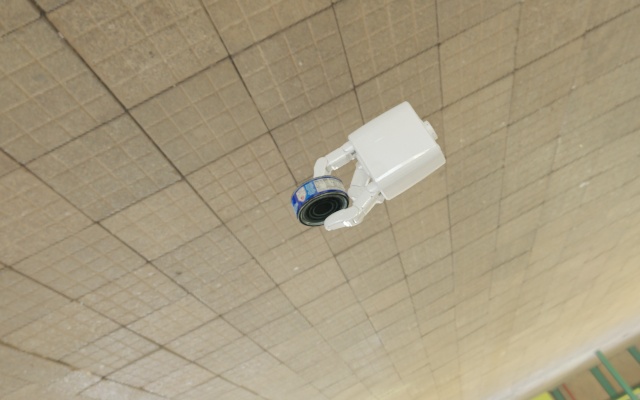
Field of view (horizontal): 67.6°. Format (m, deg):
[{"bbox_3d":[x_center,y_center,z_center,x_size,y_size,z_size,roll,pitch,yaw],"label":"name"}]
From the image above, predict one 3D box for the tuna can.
[{"bbox_3d":[0.000,0.003,0.724,0.086,0.033,0.086,-15,-34,-11],"label":"tuna can"}]
